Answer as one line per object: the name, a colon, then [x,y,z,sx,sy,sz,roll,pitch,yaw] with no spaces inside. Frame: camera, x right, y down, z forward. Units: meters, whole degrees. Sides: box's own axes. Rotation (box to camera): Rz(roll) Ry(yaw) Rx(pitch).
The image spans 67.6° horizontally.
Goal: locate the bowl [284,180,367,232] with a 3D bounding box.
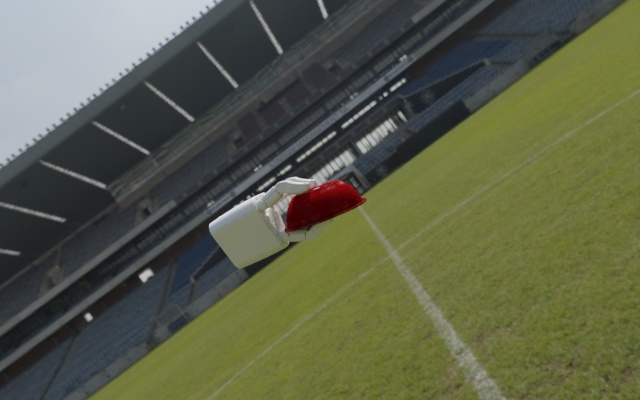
bowl: [0.001,0.002,0.875,0.162,0.055,0.162,-20,4,2]
